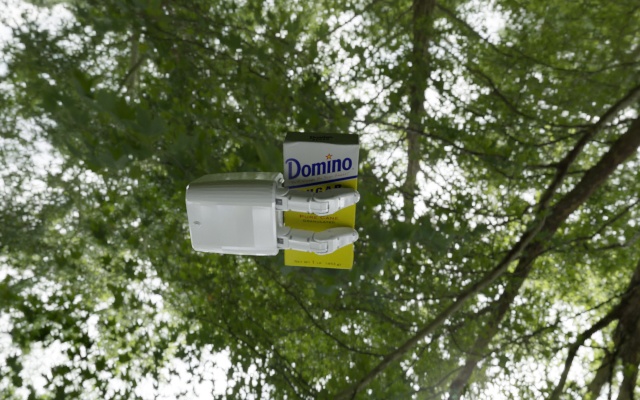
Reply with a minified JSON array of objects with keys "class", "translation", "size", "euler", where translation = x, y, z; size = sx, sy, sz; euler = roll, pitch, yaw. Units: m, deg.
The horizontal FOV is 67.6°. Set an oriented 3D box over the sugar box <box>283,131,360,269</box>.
[{"class":"sugar box","translation":[0.000,0.002,0.613],"size":[0.093,0.176,0.048],"euler":[2,28,3]}]
